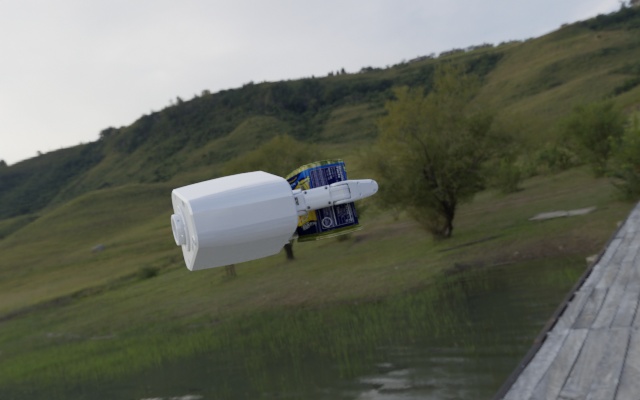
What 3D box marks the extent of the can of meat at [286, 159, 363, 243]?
[{"bbox_3d":[0.000,0.002,0.564,0.057,0.084,0.102,-12,-3,-22],"label":"can of meat"}]
